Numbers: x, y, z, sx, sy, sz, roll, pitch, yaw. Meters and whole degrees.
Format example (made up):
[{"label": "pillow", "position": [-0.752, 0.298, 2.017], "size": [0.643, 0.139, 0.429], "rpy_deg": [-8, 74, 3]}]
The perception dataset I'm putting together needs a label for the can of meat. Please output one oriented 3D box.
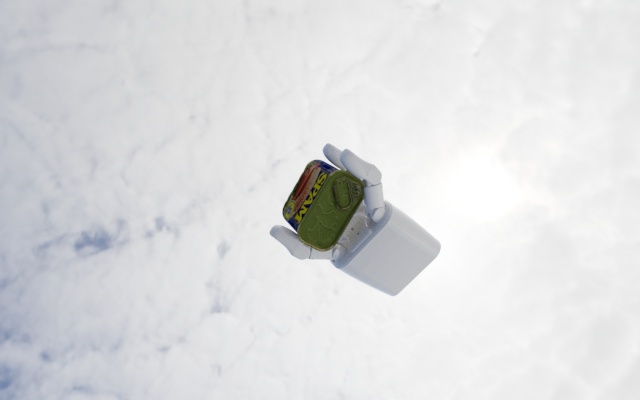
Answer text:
[{"label": "can of meat", "position": [0.000, 0.002, 0.611], "size": [0.057, 0.102, 0.084], "rpy_deg": [29, 4, -26]}]
